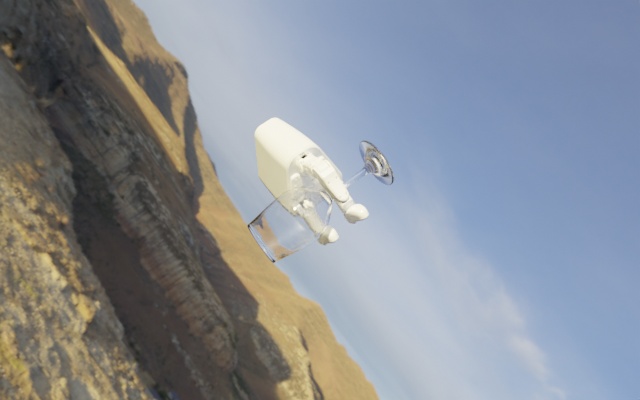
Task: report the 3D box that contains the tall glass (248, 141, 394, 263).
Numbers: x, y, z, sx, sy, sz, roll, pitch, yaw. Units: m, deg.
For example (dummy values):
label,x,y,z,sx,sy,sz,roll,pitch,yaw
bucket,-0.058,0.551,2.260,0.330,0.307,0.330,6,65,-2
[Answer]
label,x,y,z,sx,sy,sz,roll,pitch,yaw
tall glass,0.001,0.002,0.652,0.201,0.079,0.079,-35,9,-14
